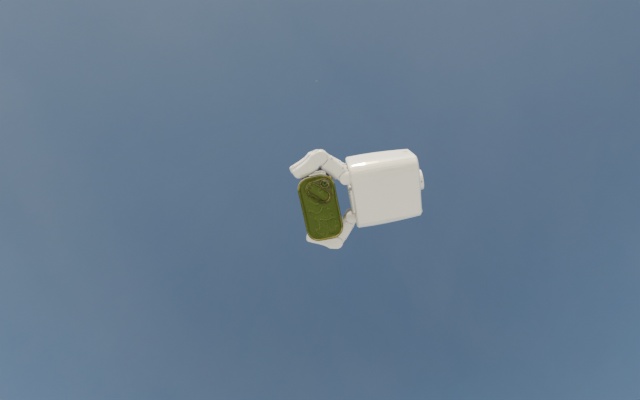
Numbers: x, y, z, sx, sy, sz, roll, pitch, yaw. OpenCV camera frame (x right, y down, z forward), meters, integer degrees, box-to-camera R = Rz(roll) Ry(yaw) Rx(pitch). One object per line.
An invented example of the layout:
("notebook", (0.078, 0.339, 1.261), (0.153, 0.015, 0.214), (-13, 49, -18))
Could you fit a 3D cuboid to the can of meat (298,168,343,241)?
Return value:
("can of meat", (0.000, 0.003, 0.765), (0.057, 0.102, 0.084), (-12, 14, 3))
